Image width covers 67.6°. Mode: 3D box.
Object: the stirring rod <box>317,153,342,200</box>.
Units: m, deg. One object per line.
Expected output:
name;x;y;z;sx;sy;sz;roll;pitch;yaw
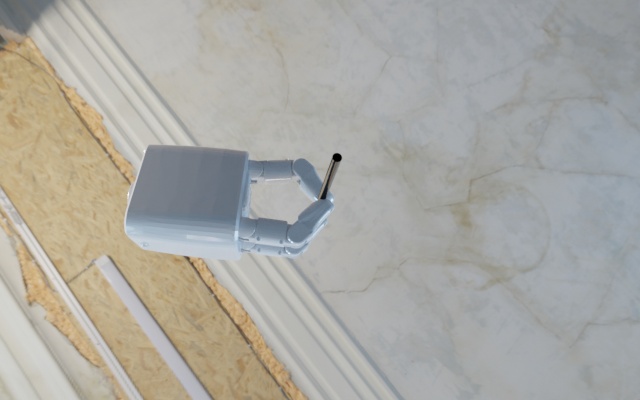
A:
stirring rod;0.000;0.002;0.496;0.011;0.011;0.240;0;-17;-7
